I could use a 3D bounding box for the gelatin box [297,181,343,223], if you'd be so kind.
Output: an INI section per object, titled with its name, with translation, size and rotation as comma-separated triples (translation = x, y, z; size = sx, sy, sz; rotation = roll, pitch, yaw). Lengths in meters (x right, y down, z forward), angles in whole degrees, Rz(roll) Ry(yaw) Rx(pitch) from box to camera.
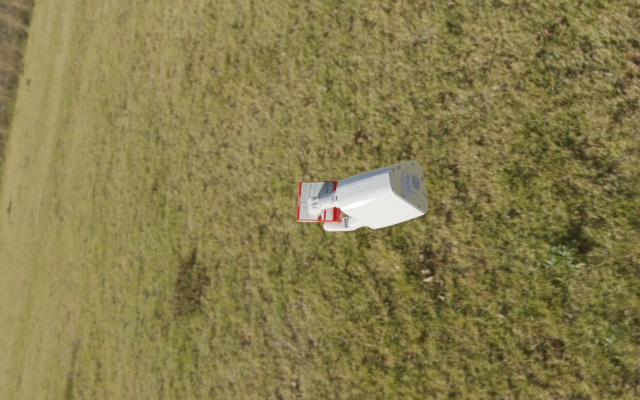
[gelatin box]
translation = 0.000, 0.003, 0.871
size = 0.089, 0.073, 0.030
rotation = 0, -6, 38
